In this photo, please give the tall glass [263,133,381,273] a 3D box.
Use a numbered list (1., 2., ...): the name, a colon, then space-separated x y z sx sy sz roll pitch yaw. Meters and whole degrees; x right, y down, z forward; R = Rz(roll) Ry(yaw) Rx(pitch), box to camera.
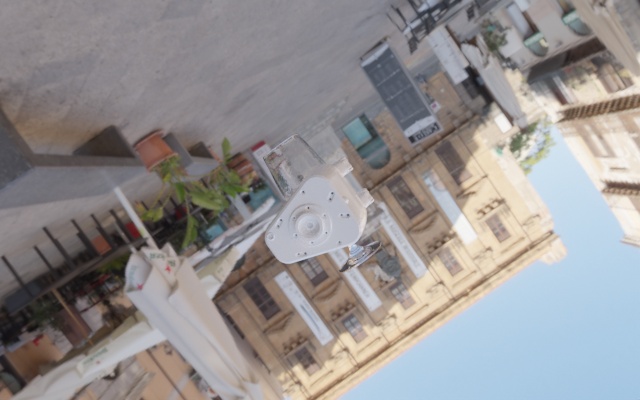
1. tall glass: 0.000 0.003 0.690 0.079 0.201 0.079 -36 4 3
